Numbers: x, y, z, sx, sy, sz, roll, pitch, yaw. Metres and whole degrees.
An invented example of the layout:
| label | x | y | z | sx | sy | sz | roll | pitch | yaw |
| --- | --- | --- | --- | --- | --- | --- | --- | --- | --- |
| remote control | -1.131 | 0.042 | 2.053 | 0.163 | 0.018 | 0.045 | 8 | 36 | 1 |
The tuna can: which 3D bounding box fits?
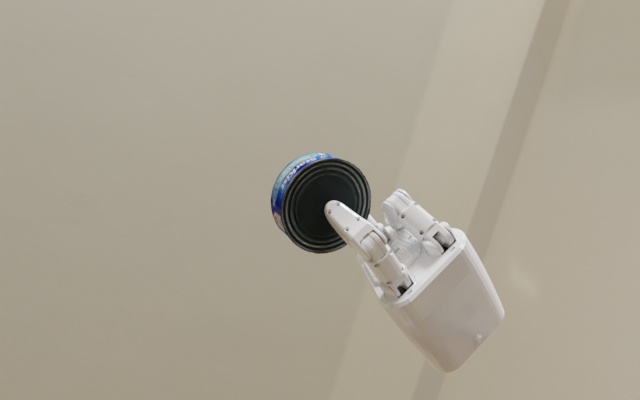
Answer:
| label | x | y | z | sx | sy | sz | roll | pitch | yaw |
| --- | --- | --- | --- | --- | --- | --- | --- | --- | --- |
| tuna can | 0.000 | 0.001 | 0.425 | 0.086 | 0.086 | 0.033 | 0 | 16 | -26 |
